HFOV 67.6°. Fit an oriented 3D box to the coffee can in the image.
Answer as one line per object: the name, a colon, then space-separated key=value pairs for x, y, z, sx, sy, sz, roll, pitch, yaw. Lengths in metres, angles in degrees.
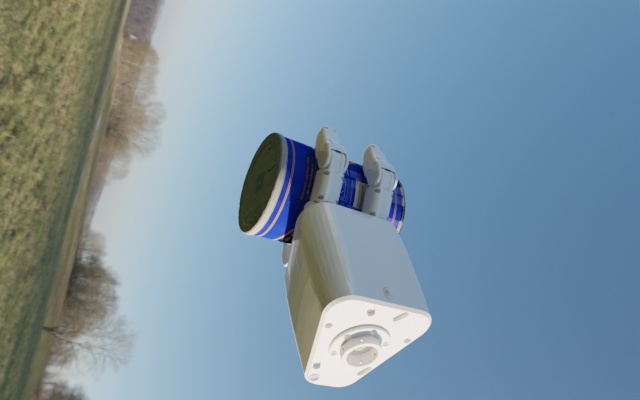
coffee can: x=0.000 y=0.002 z=0.491 sx=0.140 sy=0.103 sz=0.103 roll=18 pitch=-8 yaw=-24
